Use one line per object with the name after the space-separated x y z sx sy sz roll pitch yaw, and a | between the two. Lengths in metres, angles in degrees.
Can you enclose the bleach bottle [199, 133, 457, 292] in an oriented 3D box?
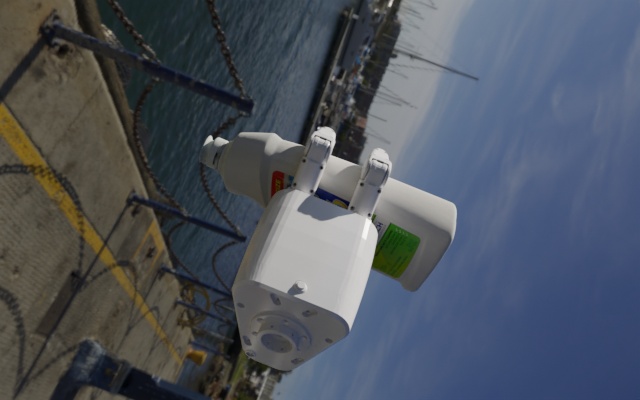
0.000 0.001 0.478 0.251 0.103 0.068 22 43 0 | bleach bottle
